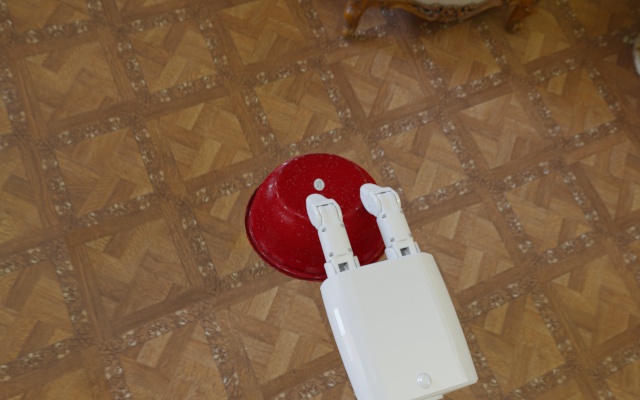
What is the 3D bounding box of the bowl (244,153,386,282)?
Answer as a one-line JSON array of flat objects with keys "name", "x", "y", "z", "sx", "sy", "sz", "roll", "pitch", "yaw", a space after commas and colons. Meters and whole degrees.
[{"name": "bowl", "x": -0.001, "y": 0.000, "z": 0.498, "sx": 0.162, "sy": 0.162, "sz": 0.055, "roll": 0, "pitch": -40, "yaw": -2}]
